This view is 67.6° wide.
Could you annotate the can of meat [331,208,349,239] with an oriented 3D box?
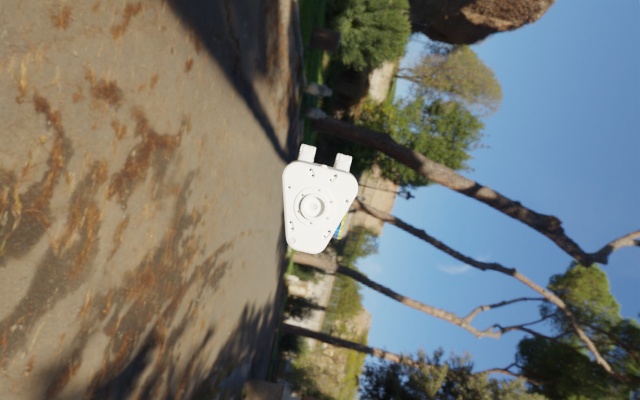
[{"bbox_3d":[0.000,0.003,0.724,0.084,0.102,0.057,14,1,-1],"label":"can of meat"}]
